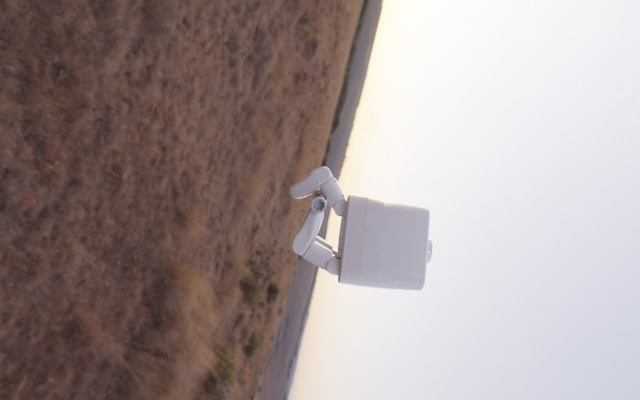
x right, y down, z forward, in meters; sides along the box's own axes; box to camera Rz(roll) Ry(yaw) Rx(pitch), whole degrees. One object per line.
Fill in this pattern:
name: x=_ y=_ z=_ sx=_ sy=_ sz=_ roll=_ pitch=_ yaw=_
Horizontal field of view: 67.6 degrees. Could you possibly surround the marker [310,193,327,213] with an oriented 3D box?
marker: x=0.000 y=0.002 z=0.611 sx=0.020 sy=0.020 sz=0.121 roll=0 pitch=3 yaw=2
